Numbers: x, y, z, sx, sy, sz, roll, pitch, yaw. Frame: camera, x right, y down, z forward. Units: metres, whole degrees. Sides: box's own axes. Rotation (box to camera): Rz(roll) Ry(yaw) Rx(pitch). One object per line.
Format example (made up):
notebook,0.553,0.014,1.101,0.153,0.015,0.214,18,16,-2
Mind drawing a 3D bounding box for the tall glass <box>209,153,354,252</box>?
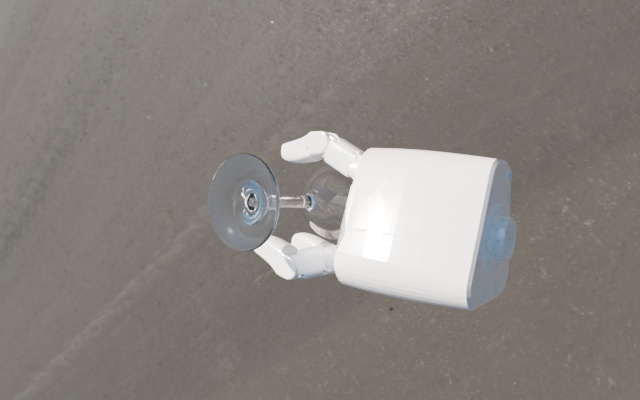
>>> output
tall glass,0.000,0.001,0.438,0.079,0.079,0.201,0,0,36
